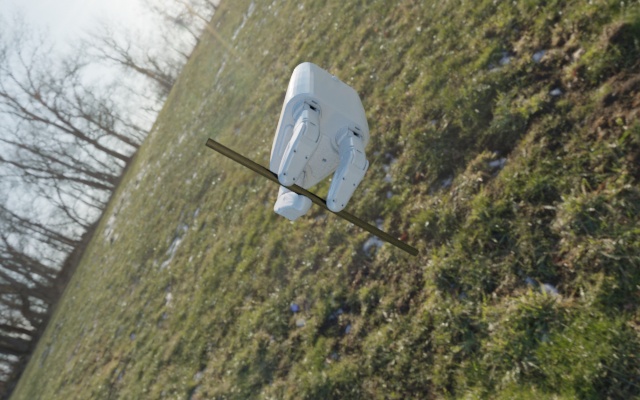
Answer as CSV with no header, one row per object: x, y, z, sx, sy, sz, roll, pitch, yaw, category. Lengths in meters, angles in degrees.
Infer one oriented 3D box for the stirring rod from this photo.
0.000,0.002,0.461,0.239,0.011,0.011,28,-10,-19,stirring rod
